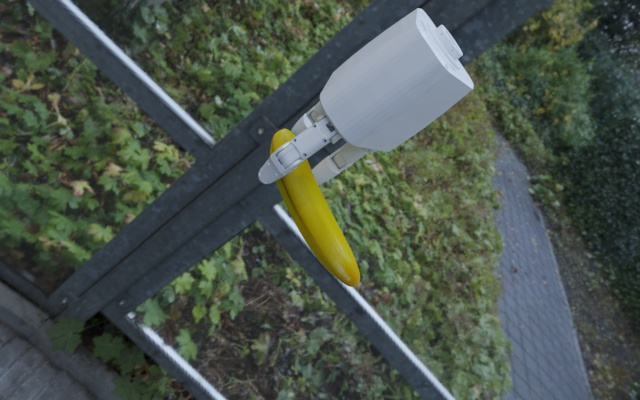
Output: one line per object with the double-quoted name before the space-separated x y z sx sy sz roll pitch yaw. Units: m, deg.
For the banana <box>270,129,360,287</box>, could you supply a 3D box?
"banana" -0.011 -0.004 0.494 0.037 0.197 0.069 -33 -24 25
